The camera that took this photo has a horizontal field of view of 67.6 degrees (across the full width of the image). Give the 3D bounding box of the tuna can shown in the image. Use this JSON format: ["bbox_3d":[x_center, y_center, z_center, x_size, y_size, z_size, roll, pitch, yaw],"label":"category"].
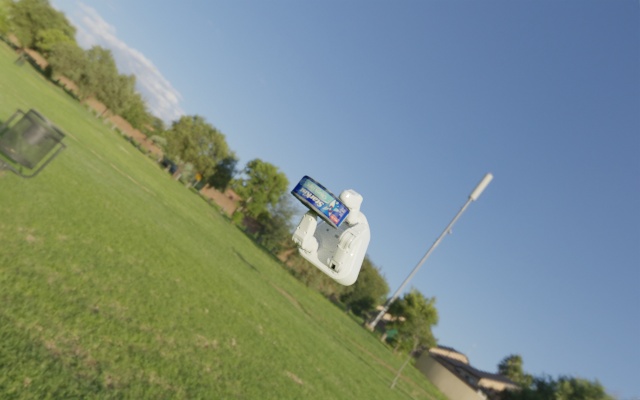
[{"bbox_3d":[0.000,0.002,0.680,0.086,0.034,0.086,38,-4,4],"label":"tuna can"}]
